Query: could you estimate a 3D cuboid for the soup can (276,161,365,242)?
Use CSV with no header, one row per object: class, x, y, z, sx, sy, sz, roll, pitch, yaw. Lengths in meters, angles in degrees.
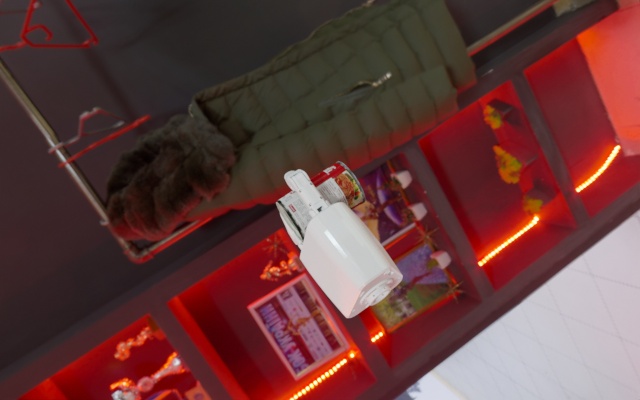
soup can,0.000,0.002,0.646,0.102,0.068,0.068,-33,7,-11
